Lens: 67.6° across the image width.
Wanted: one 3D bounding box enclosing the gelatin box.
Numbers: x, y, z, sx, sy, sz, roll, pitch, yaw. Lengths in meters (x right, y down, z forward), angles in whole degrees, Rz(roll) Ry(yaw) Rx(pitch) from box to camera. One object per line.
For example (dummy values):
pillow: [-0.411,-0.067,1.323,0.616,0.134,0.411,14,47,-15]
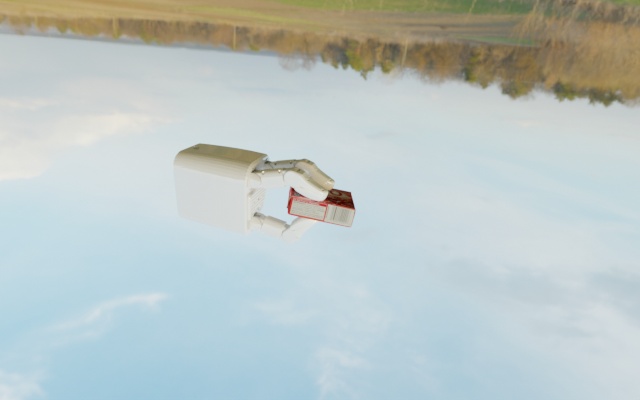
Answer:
gelatin box: [0.000,0.003,0.652,0.089,0.030,0.073,12,18,-6]
